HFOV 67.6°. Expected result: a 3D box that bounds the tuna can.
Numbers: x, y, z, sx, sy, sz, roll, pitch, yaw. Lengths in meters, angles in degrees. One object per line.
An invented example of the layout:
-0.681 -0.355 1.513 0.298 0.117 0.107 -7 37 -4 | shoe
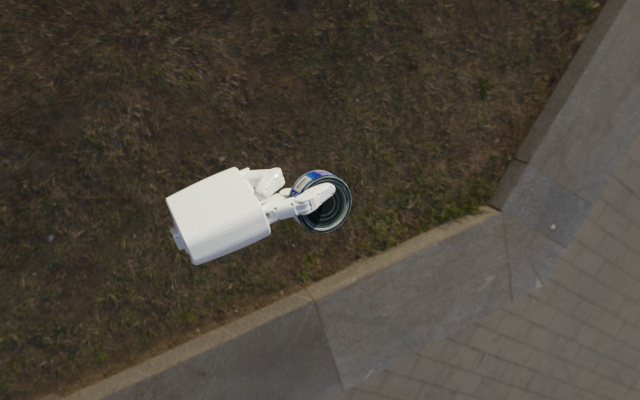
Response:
0.000 0.002 0.670 0.086 0.086 0.033 0 16 -27 | tuna can
